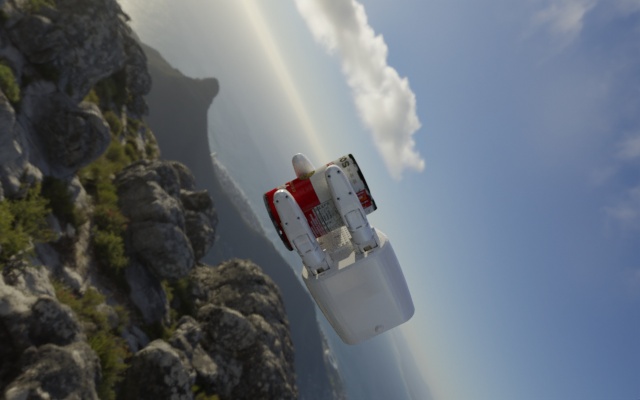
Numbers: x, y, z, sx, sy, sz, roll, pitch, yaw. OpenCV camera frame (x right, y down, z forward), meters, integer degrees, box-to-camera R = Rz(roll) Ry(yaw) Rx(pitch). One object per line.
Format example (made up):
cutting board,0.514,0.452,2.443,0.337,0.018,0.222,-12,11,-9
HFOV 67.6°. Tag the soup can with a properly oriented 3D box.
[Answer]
soup can,0.000,0.001,0.502,0.102,0.068,0.068,-25,-1,3
